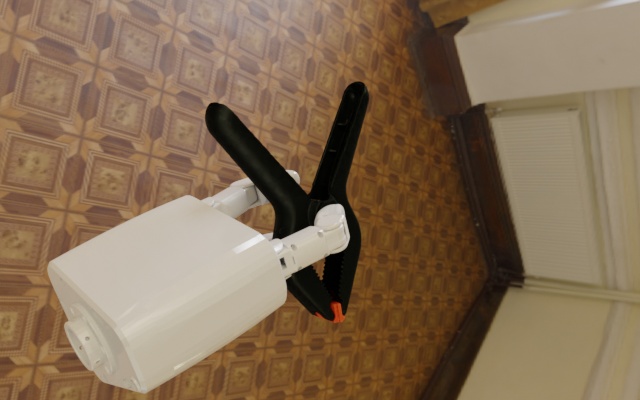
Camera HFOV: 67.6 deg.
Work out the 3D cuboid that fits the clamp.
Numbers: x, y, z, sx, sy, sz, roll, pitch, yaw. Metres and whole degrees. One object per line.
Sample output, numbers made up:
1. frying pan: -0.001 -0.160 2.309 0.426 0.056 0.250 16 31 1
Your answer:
1. clamp: 0.001 0.002 0.410 0.164 0.210 0.036 -28 22 -37
